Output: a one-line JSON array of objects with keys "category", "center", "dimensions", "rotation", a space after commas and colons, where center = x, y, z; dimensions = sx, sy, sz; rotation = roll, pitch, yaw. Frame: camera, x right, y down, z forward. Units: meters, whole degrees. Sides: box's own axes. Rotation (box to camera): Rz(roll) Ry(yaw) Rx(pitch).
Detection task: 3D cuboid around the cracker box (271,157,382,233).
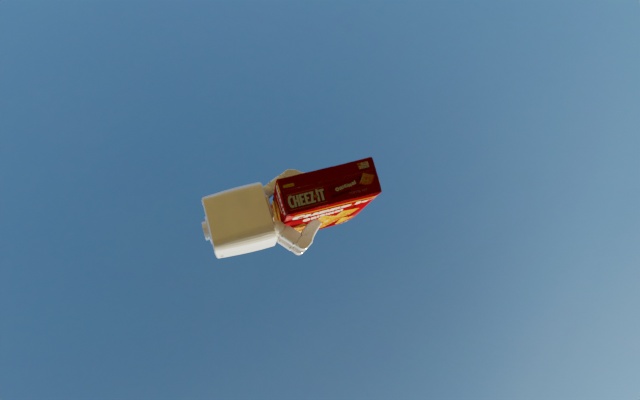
[{"category": "cracker box", "center": [0.000, 0.003, 0.857], "dimensions": [0.164, 0.072, 0.214], "rotation": [-15, -10, -12]}]
